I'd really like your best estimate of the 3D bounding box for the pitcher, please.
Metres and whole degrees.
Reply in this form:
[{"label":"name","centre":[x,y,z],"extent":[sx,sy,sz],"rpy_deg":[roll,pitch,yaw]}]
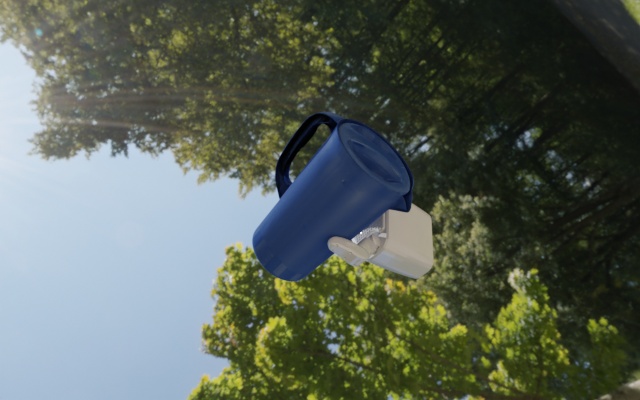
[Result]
[{"label":"pitcher","centre":[0.000,0.002,0.690],"extent":[0.145,0.149,0.243],"rpy_deg":[25,-54,-30]}]
